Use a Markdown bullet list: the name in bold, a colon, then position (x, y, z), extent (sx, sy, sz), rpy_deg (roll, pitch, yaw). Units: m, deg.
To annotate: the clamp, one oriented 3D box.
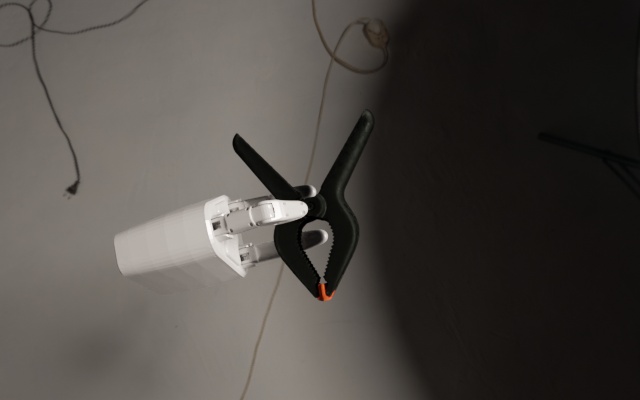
- **clamp**: position (0.000, 0.002, 0.526), extent (0.164, 0.210, 0.036), rpy_deg (-16, -11, 8)
